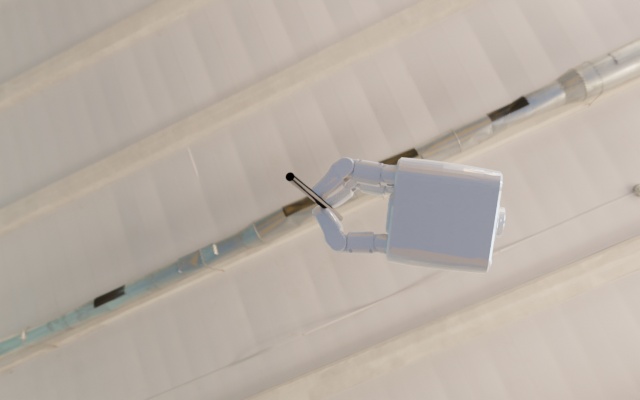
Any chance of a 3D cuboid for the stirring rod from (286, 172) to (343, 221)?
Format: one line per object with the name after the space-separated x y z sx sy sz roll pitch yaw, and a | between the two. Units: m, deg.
0.000 0.002 0.521 0.011 0.011 0.239 0 -10 13 | stirring rod
